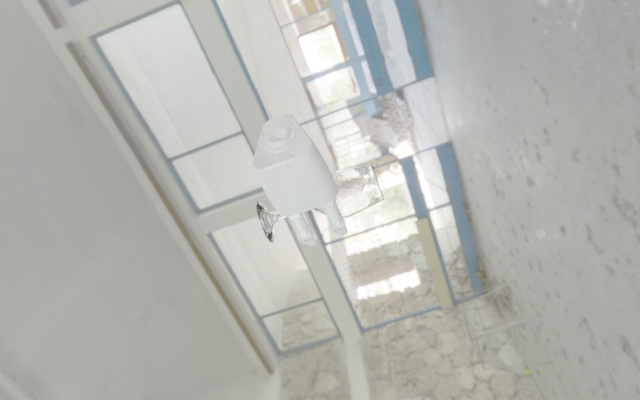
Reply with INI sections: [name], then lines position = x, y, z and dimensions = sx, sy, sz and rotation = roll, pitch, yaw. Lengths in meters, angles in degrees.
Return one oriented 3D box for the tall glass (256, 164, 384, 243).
[tall glass]
position = 0.000, 0.003, 0.787
dimensions = 0.201, 0.079, 0.079
rotation = -19, -3, 8
